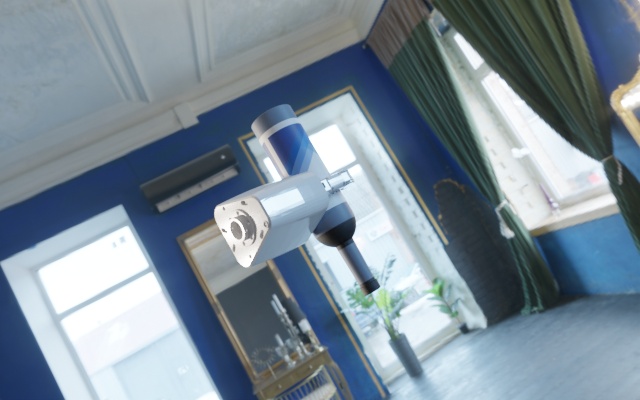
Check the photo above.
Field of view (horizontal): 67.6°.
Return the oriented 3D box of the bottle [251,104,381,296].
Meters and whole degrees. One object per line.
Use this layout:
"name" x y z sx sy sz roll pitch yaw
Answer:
"bottle" 0.000 0.002 0.691 0.069 0.295 0.069 -30 -7 -4
